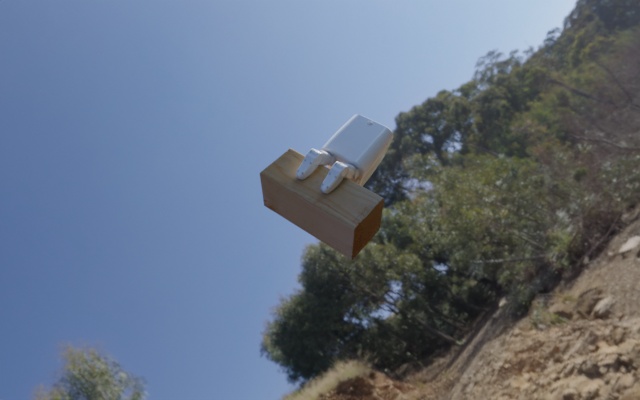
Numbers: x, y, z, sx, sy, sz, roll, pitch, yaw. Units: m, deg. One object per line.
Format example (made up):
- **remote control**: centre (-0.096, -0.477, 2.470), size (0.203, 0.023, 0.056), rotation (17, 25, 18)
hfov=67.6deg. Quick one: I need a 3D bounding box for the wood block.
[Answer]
- **wood block**: centre (0.000, 0.003, 0.856), size (0.206, 0.091, 0.090), rotation (30, 55, 25)
